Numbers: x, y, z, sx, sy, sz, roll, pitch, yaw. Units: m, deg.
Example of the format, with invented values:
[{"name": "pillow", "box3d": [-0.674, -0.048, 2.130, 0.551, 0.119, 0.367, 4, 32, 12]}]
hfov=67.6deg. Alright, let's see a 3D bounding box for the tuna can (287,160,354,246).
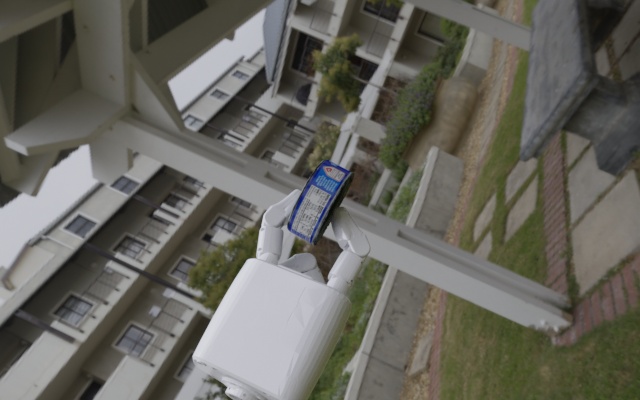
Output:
[{"name": "tuna can", "box3d": [0.000, 0.001, 0.493, 0.034, 0.086, 0.086, 29, 4, 7]}]
